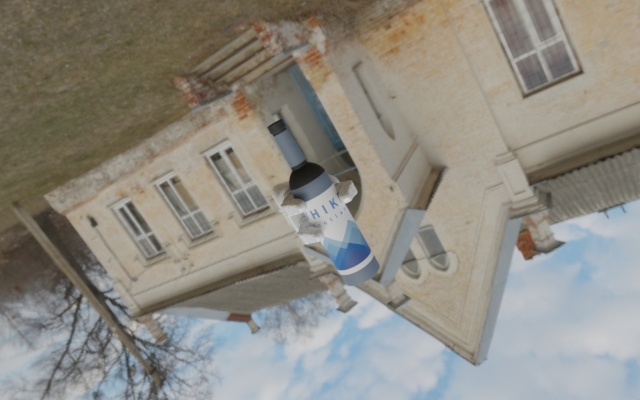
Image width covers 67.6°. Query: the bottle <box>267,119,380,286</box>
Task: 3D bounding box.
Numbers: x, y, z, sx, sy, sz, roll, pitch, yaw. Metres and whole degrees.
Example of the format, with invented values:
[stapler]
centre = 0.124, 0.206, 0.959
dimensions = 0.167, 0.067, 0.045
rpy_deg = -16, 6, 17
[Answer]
[bottle]
centre = 0.000, 0.003, 0.779
dimensions = 0.069, 0.296, 0.069
rpy_deg = -28, 14, 8
